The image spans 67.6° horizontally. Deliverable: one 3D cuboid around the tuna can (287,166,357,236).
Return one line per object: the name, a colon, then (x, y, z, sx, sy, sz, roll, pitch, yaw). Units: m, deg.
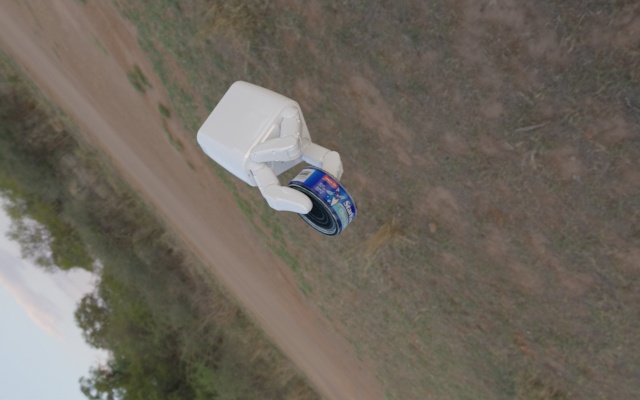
tuna can: (0.000, 0.002, 0.568, 0.033, 0.086, 0.086, -46, 22, -24)
